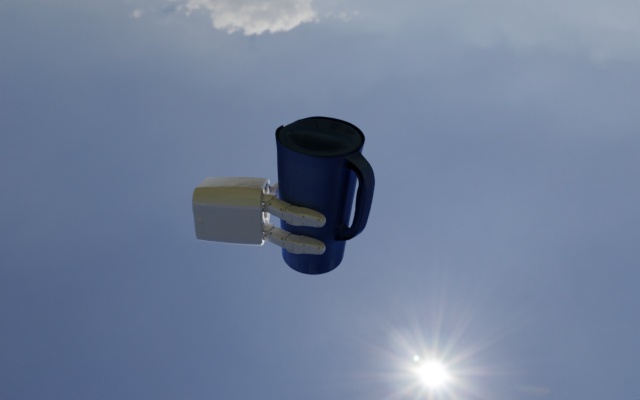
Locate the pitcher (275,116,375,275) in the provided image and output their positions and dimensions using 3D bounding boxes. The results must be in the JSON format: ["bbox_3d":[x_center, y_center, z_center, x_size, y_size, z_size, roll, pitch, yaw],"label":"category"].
[{"bbox_3d":[0.000,0.002,0.759,0.145,0.243,0.149,2,34,-2],"label":"pitcher"}]
